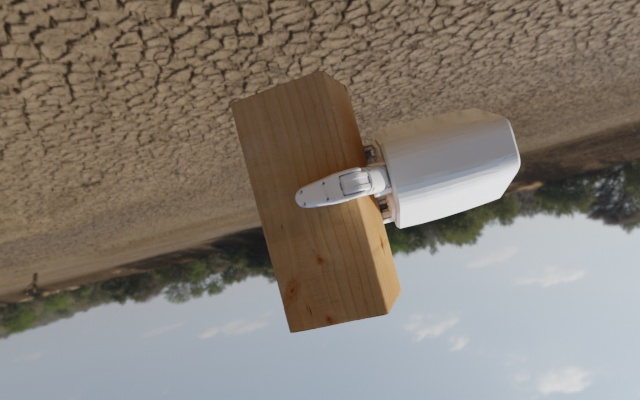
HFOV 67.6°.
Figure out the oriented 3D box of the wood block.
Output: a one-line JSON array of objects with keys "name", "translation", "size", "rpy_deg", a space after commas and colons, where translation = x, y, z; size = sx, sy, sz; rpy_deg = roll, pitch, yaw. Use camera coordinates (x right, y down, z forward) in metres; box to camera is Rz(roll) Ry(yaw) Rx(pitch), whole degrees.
[{"name": "wood block", "translation": [0.000, 0.001, 0.439], "size": [0.090, 0.206, 0.091], "rpy_deg": [-15, -2, 17]}]
